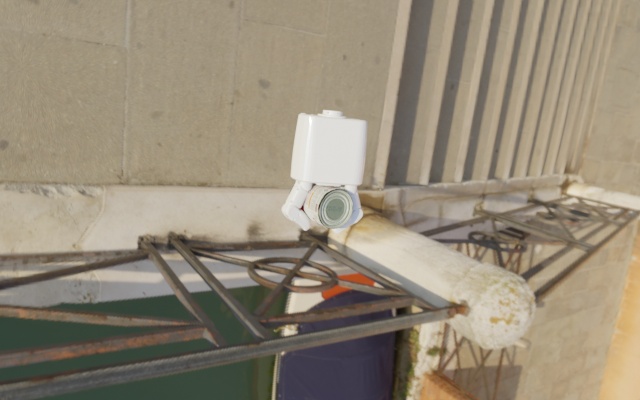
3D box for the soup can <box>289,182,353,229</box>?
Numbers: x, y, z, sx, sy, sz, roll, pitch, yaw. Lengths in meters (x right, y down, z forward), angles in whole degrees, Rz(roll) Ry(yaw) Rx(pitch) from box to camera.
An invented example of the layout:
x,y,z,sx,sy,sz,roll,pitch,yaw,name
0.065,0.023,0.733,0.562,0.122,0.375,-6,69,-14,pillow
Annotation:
x,y,z,sx,sy,sz,roll,pitch,yaw,name
0.000,0.003,0.800,0.068,0.068,0.102,0,13,-32,soup can
